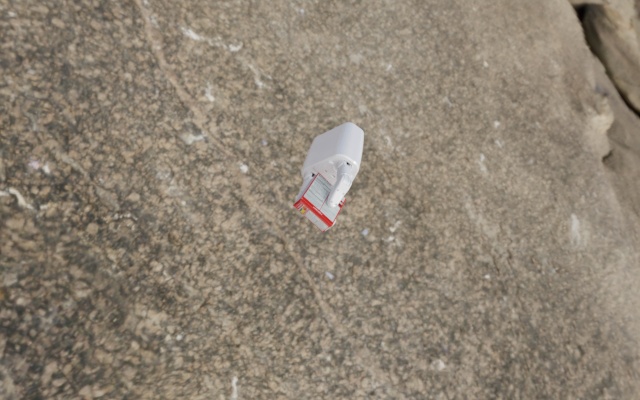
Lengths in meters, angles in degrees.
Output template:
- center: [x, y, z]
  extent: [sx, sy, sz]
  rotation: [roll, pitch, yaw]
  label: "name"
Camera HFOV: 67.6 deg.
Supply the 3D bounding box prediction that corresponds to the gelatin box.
- center: [0.000, 0.003, 0.851]
  extent: [0.030, 0.073, 0.089]
  rotation: [-40, 13, 38]
  label: "gelatin box"
